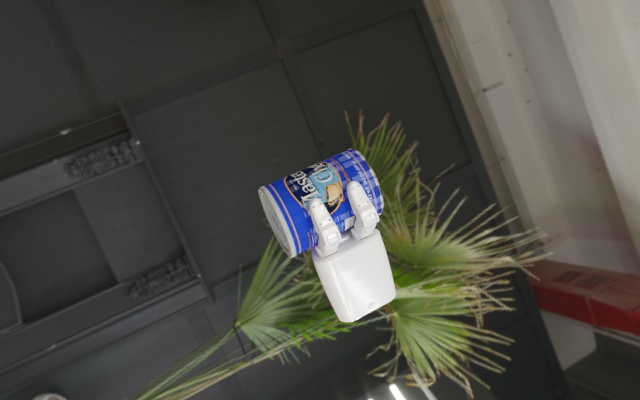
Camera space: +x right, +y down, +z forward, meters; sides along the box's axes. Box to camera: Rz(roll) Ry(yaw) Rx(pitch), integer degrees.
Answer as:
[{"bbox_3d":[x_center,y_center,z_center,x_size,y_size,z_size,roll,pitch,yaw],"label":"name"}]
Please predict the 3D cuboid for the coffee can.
[{"bbox_3d":[0.000,0.002,0.653,0.140,0.103,0.103,-25,6,-14],"label":"coffee can"}]
